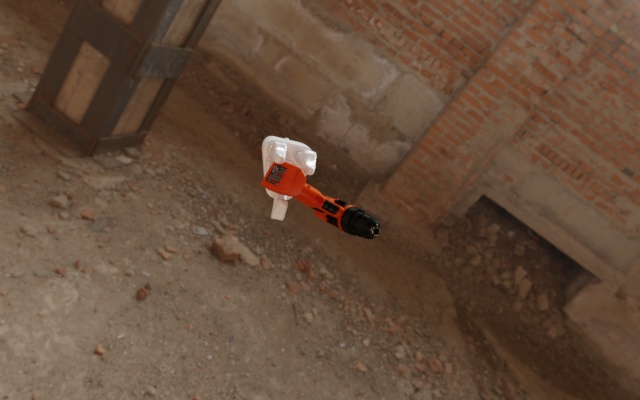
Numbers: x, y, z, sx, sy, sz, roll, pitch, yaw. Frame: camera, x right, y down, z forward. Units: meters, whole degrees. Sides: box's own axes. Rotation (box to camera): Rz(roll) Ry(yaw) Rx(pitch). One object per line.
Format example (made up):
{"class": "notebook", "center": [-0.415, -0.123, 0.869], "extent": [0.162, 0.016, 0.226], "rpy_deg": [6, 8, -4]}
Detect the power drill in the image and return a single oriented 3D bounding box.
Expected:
{"class": "power drill", "center": [0.000, 0.002, 0.848], "extent": [0.188, 0.057, 0.184], "rpy_deg": [34, -8, -34]}
